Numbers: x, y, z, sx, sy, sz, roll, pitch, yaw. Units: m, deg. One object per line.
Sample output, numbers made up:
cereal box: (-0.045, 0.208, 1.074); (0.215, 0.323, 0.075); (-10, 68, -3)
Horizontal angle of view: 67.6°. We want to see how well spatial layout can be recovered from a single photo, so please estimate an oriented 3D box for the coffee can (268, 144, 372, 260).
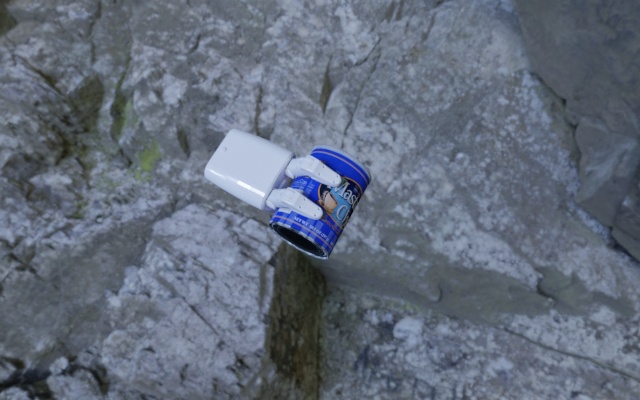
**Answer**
coffee can: (0.000, 0.002, 0.716); (0.103, 0.140, 0.103); (27, -17, 9)
